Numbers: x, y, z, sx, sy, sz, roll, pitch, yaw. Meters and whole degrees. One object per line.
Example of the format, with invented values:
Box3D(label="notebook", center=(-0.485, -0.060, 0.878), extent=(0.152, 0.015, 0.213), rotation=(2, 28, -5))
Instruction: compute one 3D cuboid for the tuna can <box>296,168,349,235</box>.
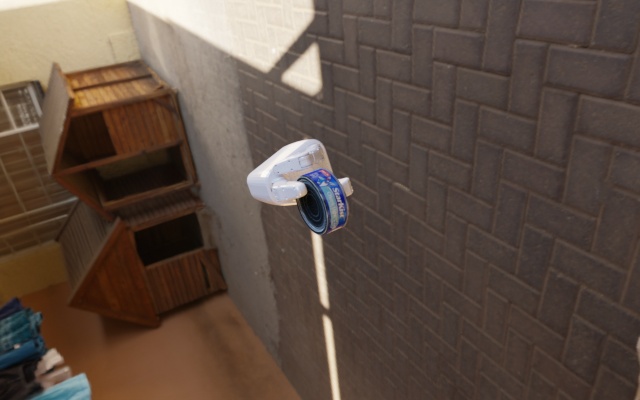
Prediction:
Box3D(label="tuna can", center=(0.000, 0.002, 0.637), extent=(0.033, 0.086, 0.086), rotation=(-21, 10, -27))
